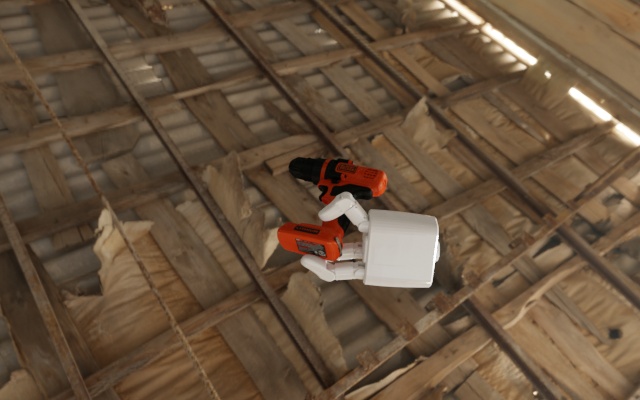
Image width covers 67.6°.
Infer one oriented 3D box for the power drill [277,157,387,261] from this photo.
[{"bbox_3d":[0.000,0.003,0.806,0.184,0.187,0.057,11,-37,24],"label":"power drill"}]
